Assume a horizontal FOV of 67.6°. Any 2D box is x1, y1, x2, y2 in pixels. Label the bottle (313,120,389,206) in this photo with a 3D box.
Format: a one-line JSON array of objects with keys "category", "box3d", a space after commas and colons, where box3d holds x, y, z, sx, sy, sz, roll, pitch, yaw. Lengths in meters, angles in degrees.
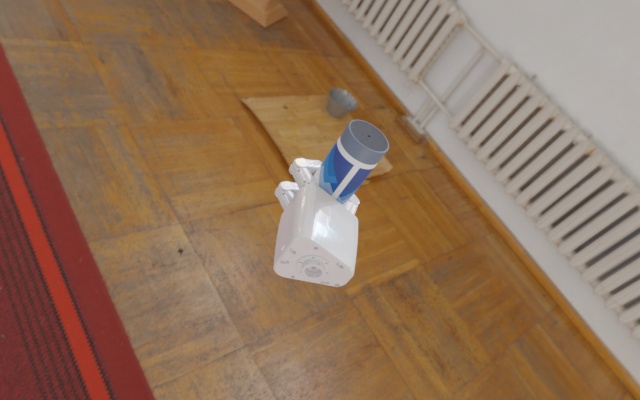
[{"category": "bottle", "box3d": [0.000, 0.002, 0.759, 0.069, 0.069, 0.296, 0, -39, -37]}]
